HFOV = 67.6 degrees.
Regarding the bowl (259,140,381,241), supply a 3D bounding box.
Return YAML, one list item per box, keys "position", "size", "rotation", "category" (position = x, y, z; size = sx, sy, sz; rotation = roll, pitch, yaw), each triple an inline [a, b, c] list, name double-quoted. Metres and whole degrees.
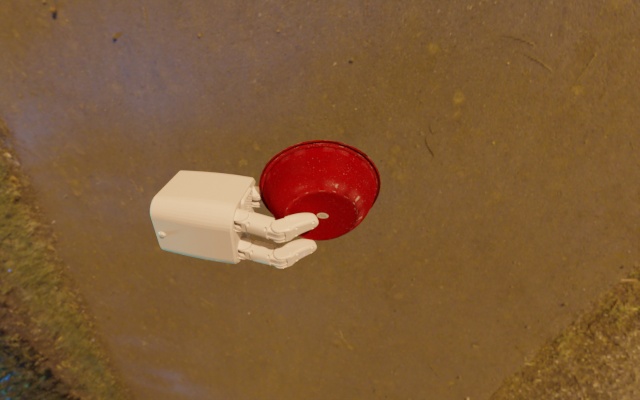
- position: [0.001, 0.002, 0.614]
  size: [0.162, 0.162, 0.055]
  rotation: [-2, 45, -2]
  category: "bowl"
